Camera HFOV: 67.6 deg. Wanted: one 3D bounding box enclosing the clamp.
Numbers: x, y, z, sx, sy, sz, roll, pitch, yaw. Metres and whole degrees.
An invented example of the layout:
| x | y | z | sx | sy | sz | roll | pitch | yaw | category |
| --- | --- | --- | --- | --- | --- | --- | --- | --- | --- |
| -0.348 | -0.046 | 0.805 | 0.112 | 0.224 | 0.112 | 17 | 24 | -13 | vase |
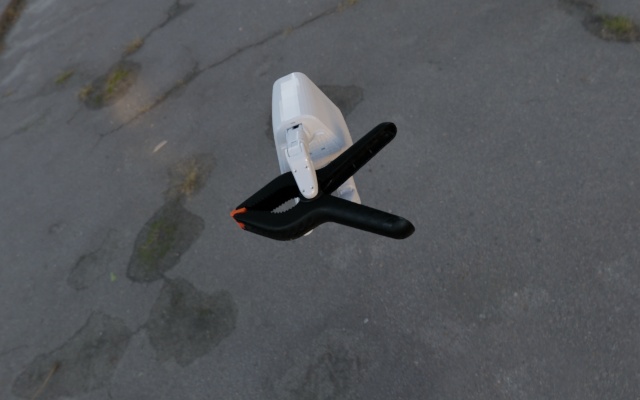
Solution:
| x | y | z | sx | sy | sz | roll | pitch | yaw | category |
| --- | --- | --- | --- | --- | --- | --- | --- | --- | --- |
| -0.001 | 0.001 | 0.522 | 0.210 | 0.164 | 0.036 | -21 | -47 | 11 | clamp |
